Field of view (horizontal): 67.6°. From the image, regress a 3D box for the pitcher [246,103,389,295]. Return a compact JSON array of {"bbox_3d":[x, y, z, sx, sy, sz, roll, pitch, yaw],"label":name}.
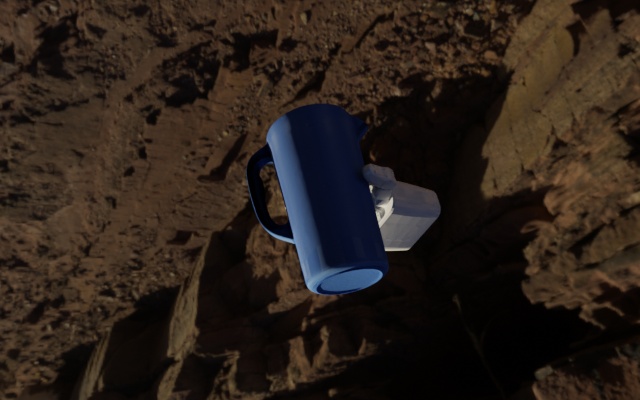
[{"bbox_3d":[0.000,0.002,0.657,0.145,0.242,0.149,7,-34,-35],"label":"pitcher"}]
